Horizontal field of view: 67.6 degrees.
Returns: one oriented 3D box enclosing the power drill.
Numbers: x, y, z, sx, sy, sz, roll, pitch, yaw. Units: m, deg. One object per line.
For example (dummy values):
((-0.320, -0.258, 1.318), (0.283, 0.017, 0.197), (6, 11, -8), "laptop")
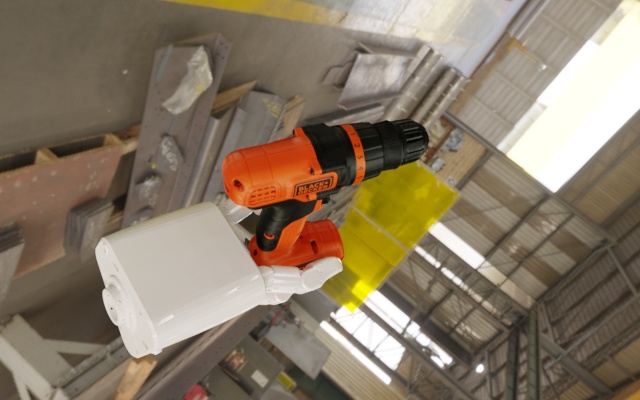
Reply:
((0.000, 0.002, 0.457), (0.184, 0.057, 0.188), (-13, -33, -18), "power drill")
